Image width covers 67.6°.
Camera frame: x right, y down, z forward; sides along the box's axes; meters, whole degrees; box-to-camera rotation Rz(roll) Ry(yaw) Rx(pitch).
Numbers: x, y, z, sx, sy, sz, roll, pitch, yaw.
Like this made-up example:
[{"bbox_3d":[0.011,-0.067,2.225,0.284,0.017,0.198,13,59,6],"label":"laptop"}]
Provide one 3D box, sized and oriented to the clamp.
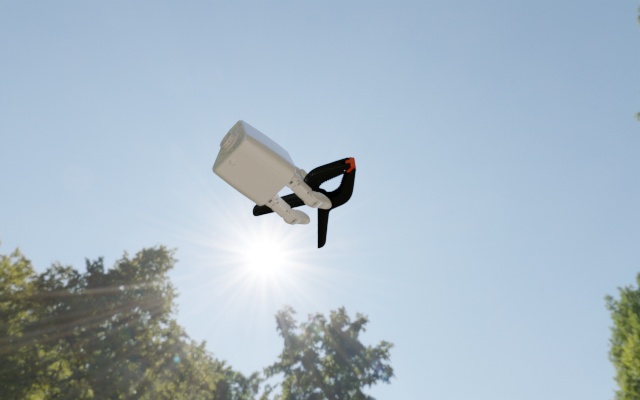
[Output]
[{"bbox_3d":[0.000,0.002,0.880,0.165,0.036,0.210,35,-60,-29],"label":"clamp"}]
